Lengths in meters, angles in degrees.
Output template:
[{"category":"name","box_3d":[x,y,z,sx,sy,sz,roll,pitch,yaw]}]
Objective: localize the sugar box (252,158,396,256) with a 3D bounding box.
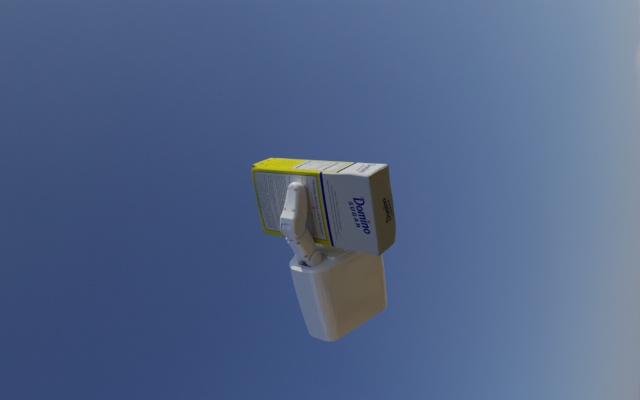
[{"category":"sugar box","box_3d":[0.000,0.002,0.555,0.176,0.093,0.048,7,25,37]}]
